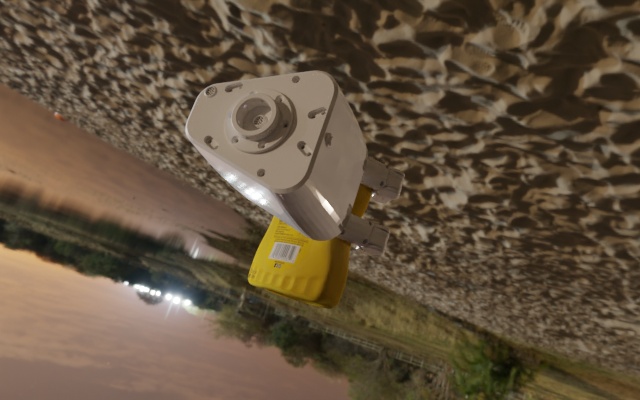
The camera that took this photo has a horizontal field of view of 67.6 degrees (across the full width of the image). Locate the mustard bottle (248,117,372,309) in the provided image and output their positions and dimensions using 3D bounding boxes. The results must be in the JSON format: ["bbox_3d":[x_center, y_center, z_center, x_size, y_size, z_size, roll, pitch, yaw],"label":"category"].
[{"bbox_3d":[0.000,0.002,0.465,0.096,0.191,0.058,4,-20,42],"label":"mustard bottle"}]
